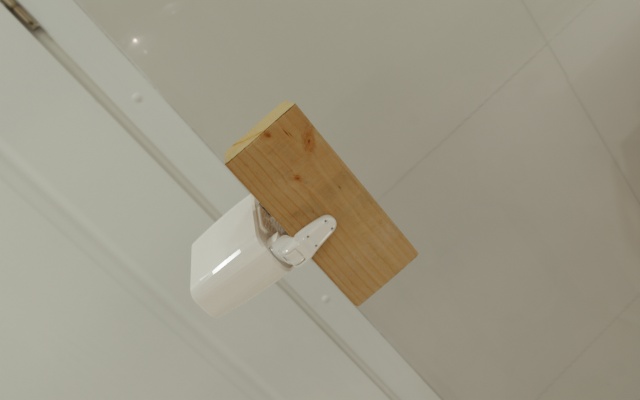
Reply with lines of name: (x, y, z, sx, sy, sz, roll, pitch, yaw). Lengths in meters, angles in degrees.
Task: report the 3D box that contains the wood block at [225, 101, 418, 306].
wood block: (0.000, 0.002, 0.517, 0.090, 0.206, 0.090, -41, 17, 1)
